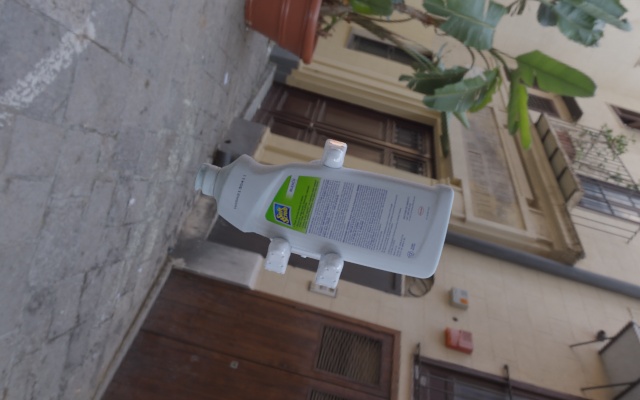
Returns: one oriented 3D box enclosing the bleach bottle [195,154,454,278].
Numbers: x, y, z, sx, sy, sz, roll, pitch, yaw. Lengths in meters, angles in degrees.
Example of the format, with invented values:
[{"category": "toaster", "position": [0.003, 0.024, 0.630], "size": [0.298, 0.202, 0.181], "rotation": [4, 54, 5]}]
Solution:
[{"category": "bleach bottle", "position": [0.000, 0.002, 0.490], "size": [0.251, 0.102, 0.068], "rotation": [16, -10, -1]}]
